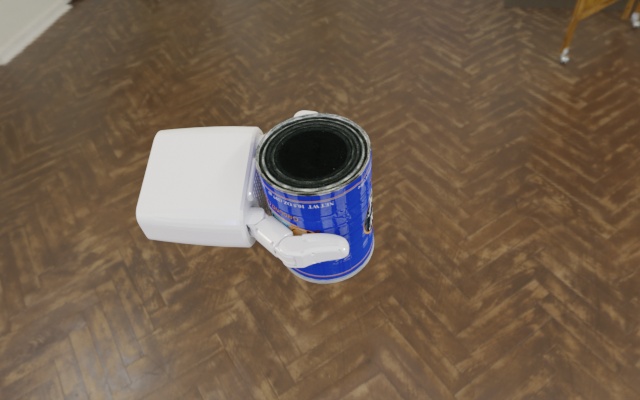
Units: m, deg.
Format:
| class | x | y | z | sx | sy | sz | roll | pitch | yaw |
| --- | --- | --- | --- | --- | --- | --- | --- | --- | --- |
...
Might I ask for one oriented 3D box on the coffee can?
| class | x | y | z | sx | sy | sz | roll | pitch | yaw |
| --- | --- | --- | --- | --- | --- | --- | --- | --- | --- |
| coffee can | 0.000 | 0.002 | 0.469 | 0.103 | 0.102 | 0.140 | 0 | -40 | 7 |
